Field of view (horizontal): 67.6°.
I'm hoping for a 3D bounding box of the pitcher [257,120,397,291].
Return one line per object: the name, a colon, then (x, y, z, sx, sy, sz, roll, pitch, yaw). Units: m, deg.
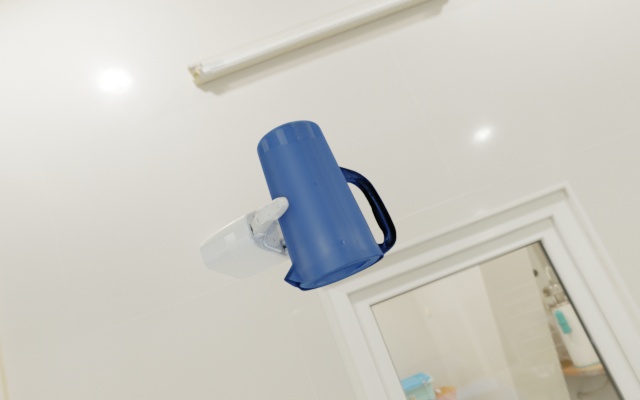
pitcher: (0.000, 0.002, 0.727, 0.145, 0.242, 0.149, -30, -18, 25)
